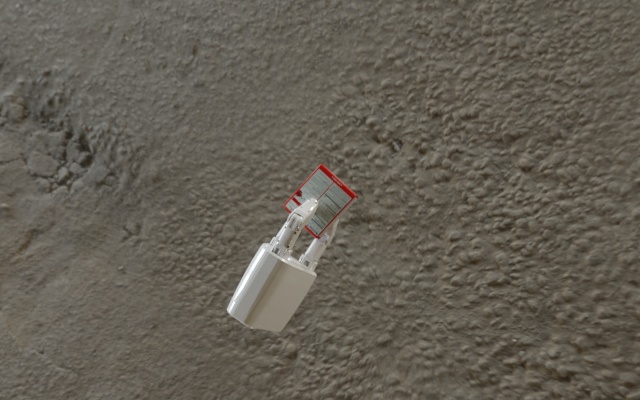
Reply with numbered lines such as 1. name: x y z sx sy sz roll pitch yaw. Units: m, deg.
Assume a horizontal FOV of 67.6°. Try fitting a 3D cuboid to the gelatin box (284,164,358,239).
1. gelatin box: 0.000 0.002 0.720 0.073 0.089 0.030 43 3 14
